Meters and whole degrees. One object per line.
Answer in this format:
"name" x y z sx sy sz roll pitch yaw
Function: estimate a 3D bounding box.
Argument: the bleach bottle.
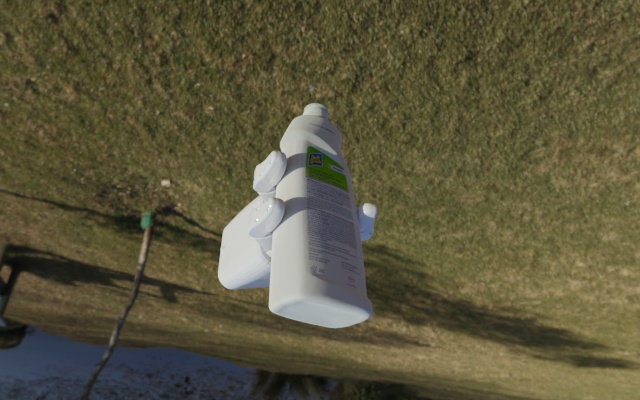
"bleach bottle" 0.000 0.002 0.519 0.102 0.250 0.068 23 -38 -33
